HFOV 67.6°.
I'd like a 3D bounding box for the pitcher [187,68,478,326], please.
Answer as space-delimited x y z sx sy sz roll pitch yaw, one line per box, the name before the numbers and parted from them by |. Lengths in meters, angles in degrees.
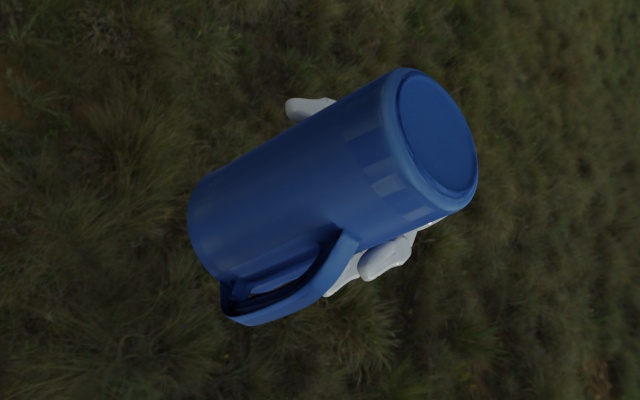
pitcher | 0.000 0.001 0.401 0.243 0.149 0.145 -25 -4 43
